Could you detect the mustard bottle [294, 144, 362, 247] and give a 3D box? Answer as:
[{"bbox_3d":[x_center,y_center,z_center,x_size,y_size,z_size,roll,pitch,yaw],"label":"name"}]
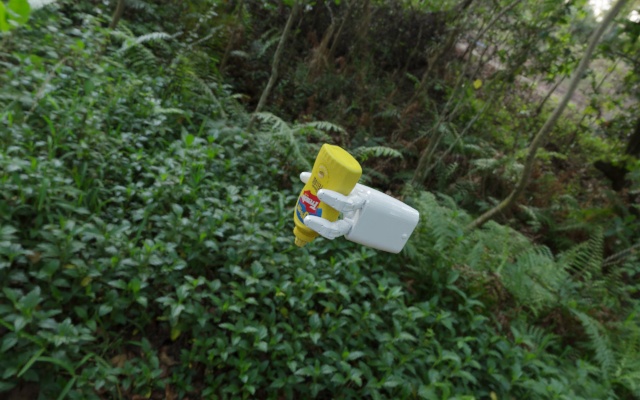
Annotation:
[{"bbox_3d":[0.000,0.002,0.851,0.058,0.192,0.096,7,30,-38],"label":"mustard bottle"}]
